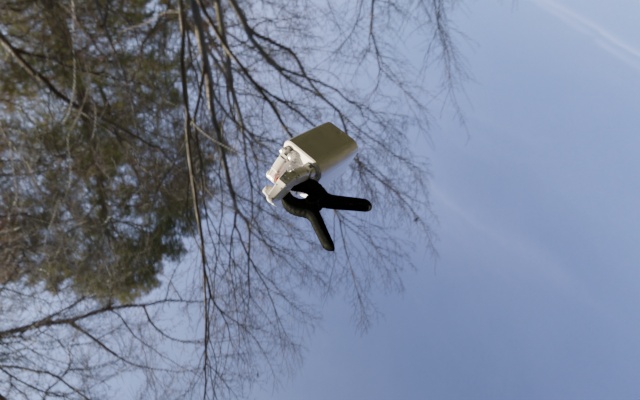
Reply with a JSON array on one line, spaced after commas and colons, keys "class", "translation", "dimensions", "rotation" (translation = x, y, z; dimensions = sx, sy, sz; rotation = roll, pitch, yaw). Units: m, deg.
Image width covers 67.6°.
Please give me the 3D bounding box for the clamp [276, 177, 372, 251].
[{"class": "clamp", "translation": [0.000, 0.003, 0.823], "dimensions": [0.120, 0.039, 0.171], "rotation": [-33, 61, -31]}]
